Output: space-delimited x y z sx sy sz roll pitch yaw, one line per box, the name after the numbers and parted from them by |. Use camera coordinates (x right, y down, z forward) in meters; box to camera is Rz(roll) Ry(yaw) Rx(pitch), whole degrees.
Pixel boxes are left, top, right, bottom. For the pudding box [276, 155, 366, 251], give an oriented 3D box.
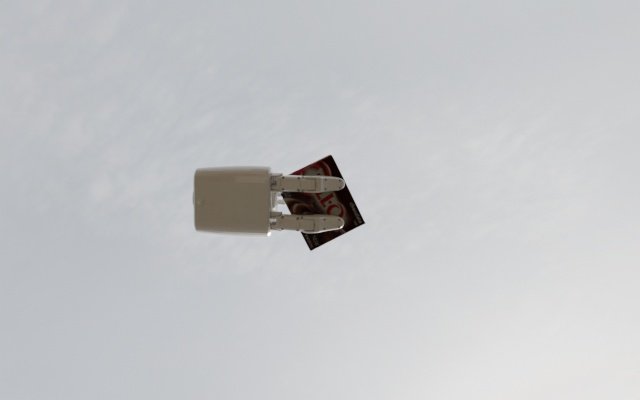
0.000 0.002 0.692 0.090 0.113 0.039 -27 7 2 | pudding box
